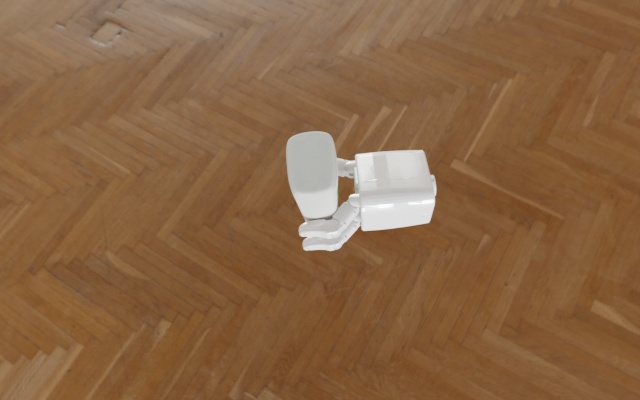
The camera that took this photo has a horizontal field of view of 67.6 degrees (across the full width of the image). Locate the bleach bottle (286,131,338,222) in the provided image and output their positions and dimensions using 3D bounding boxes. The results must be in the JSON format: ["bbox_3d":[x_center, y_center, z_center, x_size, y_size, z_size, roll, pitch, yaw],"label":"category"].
[{"bbox_3d":[0.000,0.003,0.744,0.068,0.102,0.251,-6,-25,3],"label":"bleach bottle"}]
